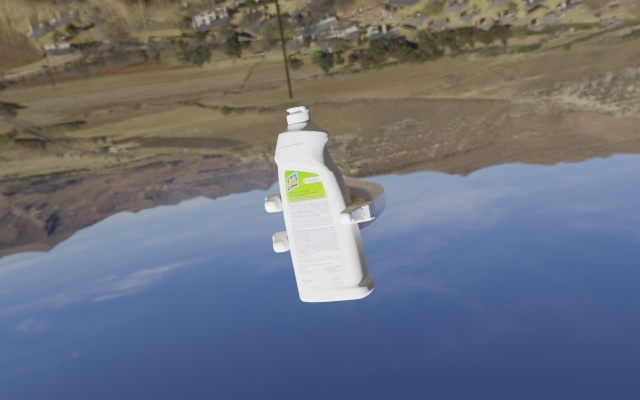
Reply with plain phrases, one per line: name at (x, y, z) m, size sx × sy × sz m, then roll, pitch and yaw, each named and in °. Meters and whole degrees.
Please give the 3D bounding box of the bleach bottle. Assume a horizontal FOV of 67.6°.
bleach bottle at (0.000, 0.002, 0.627) m, size 0.102 × 0.251 × 0.068 m, roll -8°, pitch 5°, yaw 20°
